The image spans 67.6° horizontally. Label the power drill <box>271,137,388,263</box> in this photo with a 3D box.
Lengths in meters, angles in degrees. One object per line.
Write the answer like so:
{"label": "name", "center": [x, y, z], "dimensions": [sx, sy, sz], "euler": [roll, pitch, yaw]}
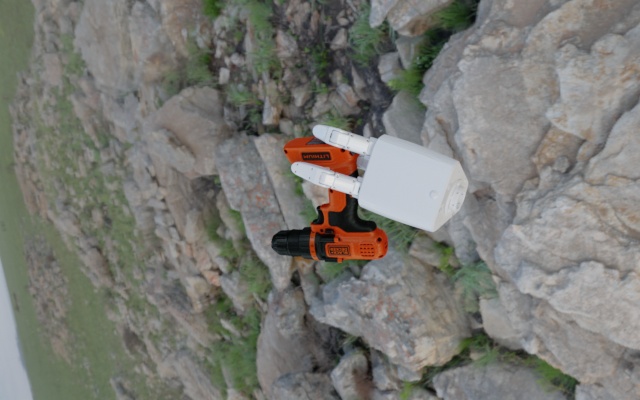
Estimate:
{"label": "power drill", "center": [0.000, 0.002, 0.698], "dimensions": [0.184, 0.188, 0.057], "euler": [-2, 24, 19]}
